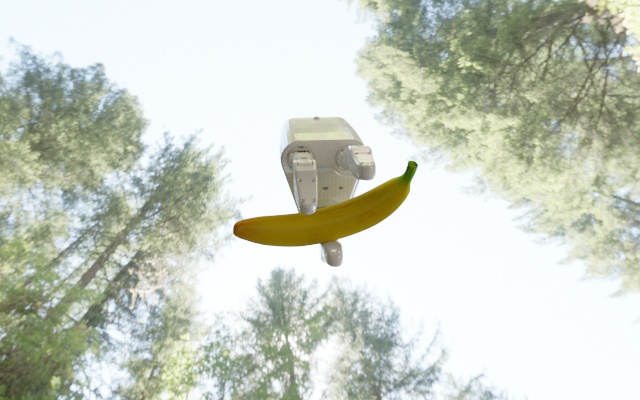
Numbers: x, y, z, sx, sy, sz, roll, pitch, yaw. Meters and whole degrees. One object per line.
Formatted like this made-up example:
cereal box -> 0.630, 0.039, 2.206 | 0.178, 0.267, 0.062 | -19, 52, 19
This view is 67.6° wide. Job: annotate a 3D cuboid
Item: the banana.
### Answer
banana -> 0.010, 0.014, 0.496 | 0.198, 0.070, 0.037 | -21, 38, 8
